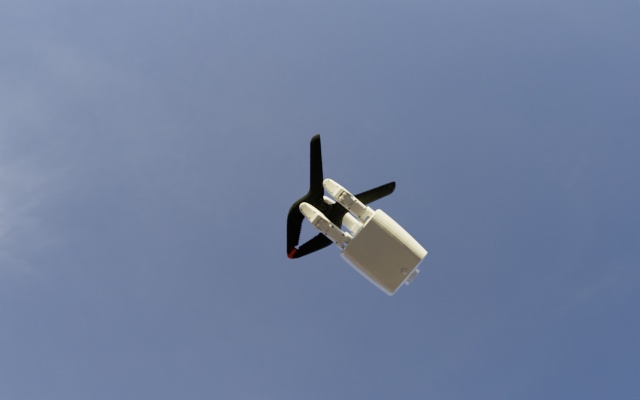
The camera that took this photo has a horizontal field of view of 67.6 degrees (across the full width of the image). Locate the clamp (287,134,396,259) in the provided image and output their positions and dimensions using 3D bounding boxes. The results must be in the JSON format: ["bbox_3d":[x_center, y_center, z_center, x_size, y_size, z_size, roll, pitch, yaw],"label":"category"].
[{"bbox_3d":[0.000,0.003,0.805,0.164,0.210,0.036,40,2,11],"label":"clamp"}]
